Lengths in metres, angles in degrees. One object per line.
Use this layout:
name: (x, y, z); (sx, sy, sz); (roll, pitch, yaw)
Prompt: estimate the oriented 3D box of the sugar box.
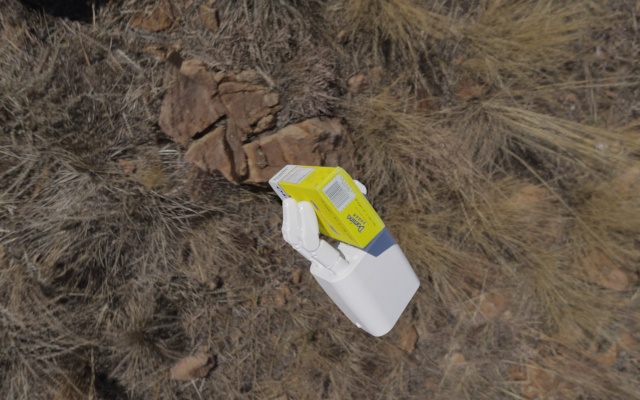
sugar box: (0.000, 0.002, 0.610); (0.048, 0.093, 0.176); (-43, 19, -17)
